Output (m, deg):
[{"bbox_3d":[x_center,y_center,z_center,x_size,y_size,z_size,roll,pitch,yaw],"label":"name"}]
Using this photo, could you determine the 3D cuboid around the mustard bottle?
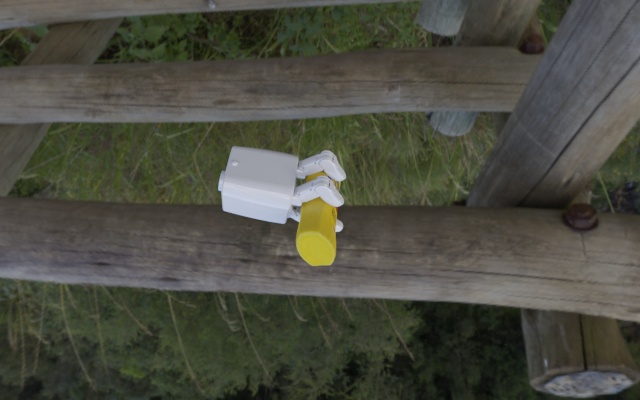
[{"bbox_3d":[0.000,0.003,0.774,0.058,0.191,0.096,-5,-39,13],"label":"mustard bottle"}]
